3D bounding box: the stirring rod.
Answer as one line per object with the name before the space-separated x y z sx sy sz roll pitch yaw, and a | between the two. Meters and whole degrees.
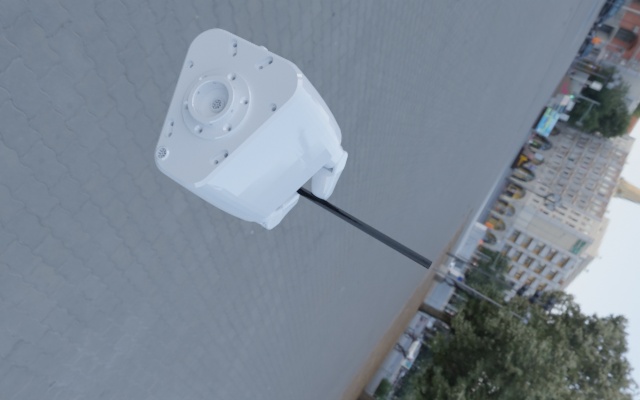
stirring rod | 0.000 0.002 0.468 0.239 0.011 0.011 30 10 19
